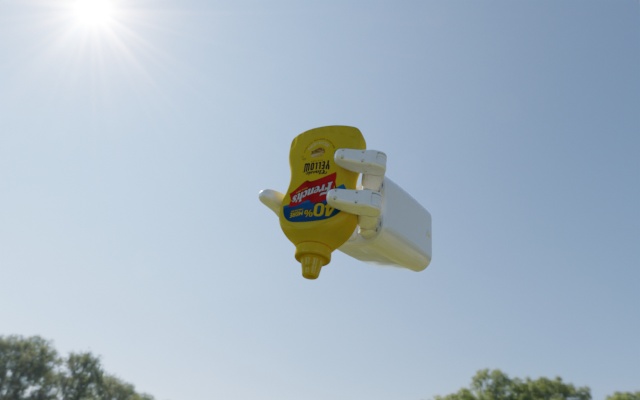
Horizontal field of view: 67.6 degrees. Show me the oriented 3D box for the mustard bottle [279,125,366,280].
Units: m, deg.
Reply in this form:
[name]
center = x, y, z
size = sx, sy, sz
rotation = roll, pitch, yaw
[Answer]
[mustard bottle]
center = 0.000, 0.001, 0.564
size = 0.096, 0.191, 0.058
rotation = -5, -33, 21
